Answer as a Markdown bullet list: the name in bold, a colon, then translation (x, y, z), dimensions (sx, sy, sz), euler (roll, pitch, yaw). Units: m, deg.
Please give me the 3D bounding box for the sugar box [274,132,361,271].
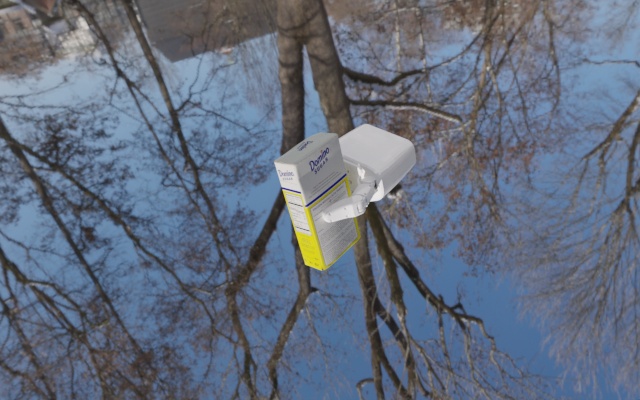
- **sugar box**: translation (0.000, 0.002, 0.674), dimensions (0.048, 0.176, 0.093), euler (12, 38, 41)
